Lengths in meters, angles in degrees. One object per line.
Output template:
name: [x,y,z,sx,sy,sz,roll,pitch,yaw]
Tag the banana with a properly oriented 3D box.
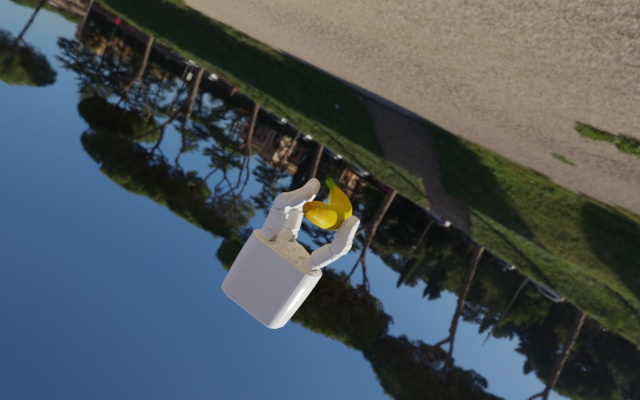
banana: [0.015,0.014,0.707,0.069,0.037,0.197,40,14,-1]
